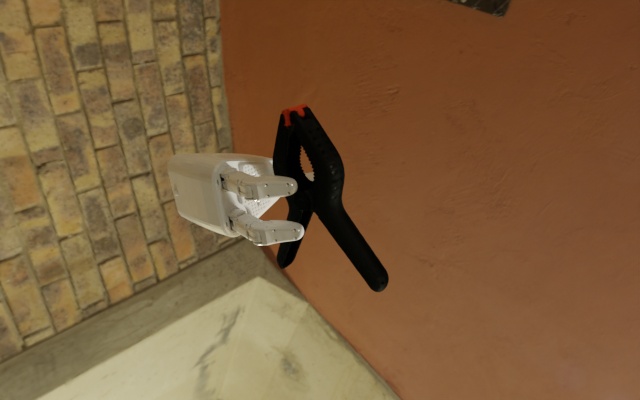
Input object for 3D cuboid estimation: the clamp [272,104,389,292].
[{"bbox_3d":[0.000,0.001,0.525,0.164,0.210,0.036,13,29,39],"label":"clamp"}]
